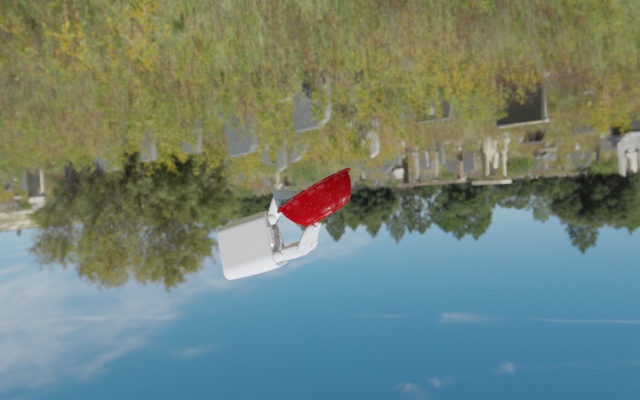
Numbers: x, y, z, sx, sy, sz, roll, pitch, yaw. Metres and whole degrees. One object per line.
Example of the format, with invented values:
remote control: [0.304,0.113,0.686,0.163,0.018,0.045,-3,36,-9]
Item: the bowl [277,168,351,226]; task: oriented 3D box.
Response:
bowl: [0.001,0.003,0.896,0.162,0.055,0.162,-31,-4,-3]
